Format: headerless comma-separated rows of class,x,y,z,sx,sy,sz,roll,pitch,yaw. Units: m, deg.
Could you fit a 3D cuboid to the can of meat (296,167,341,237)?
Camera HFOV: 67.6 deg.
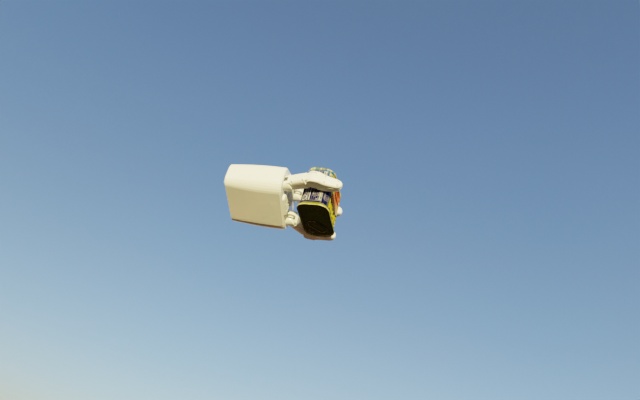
can of meat,0.000,0.002,0.855,0.057,0.084,0.102,4,-35,14
